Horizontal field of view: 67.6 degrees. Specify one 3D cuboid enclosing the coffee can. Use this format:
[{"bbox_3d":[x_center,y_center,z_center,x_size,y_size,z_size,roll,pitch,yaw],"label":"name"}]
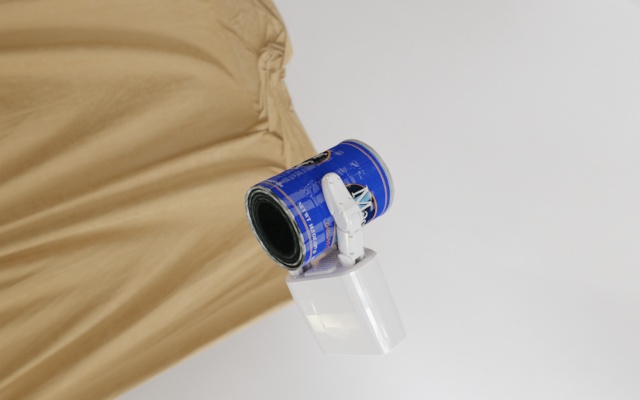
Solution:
[{"bbox_3d":[0.000,0.002,0.547,0.140,0.103,0.103,-30,17,-32],"label":"coffee can"}]
